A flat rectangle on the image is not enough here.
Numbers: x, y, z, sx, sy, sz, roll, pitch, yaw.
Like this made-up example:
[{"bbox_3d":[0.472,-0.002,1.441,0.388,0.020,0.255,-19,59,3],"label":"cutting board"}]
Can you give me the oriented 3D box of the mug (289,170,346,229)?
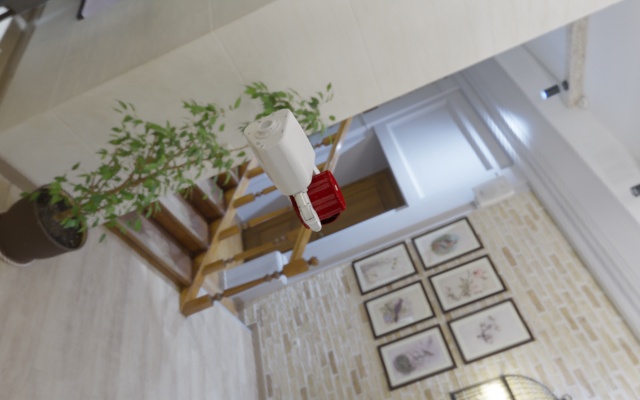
[{"bbox_3d":[0.001,0.004,0.893,0.081,0.117,0.093,-24,40,8],"label":"mug"}]
